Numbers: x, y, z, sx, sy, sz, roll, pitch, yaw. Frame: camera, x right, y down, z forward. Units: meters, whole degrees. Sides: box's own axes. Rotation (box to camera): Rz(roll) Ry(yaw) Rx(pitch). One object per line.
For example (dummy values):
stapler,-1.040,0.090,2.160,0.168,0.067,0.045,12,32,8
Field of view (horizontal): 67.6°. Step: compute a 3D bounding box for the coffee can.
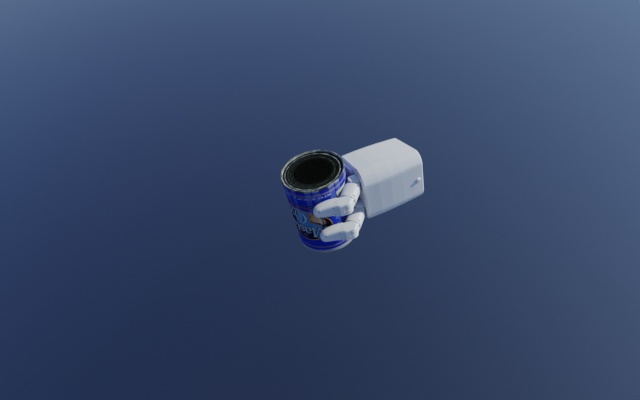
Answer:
coffee can,0.000,0.003,0.791,0.103,0.140,0.102,-8,42,7
